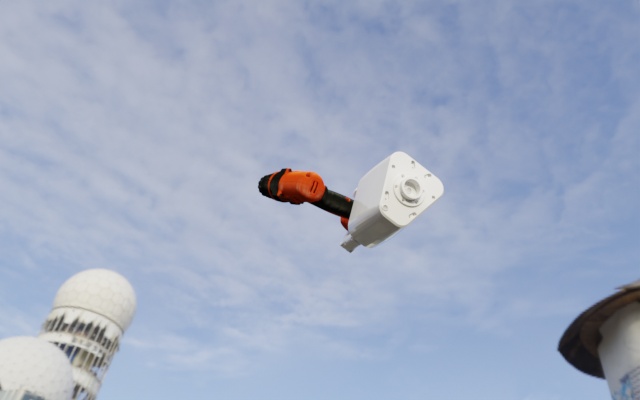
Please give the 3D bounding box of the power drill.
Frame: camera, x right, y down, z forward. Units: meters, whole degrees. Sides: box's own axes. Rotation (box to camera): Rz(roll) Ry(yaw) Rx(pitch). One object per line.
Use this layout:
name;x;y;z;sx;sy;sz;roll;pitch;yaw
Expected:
power drill;0.001;0.003;0.799;0.188;0.057;0.184;22;-7;-28
